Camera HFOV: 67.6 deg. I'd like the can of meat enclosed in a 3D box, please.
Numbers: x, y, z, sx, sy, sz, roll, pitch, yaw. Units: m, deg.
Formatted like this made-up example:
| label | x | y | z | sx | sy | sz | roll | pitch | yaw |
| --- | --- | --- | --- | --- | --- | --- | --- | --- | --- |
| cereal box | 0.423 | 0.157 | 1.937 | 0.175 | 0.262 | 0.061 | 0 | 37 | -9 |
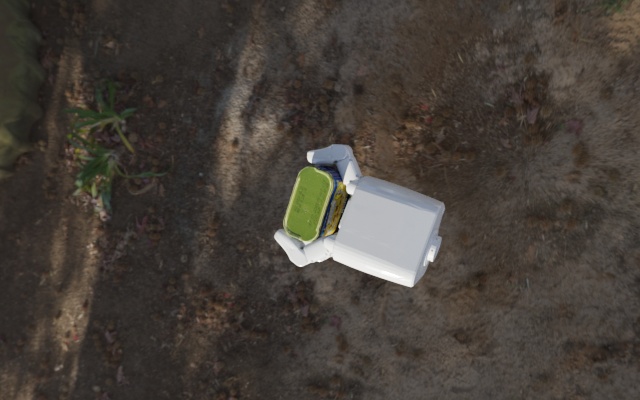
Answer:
| label | x | y | z | sx | sy | sz | roll | pitch | yaw |
| --- | --- | --- | --- | --- | --- | --- | --- | --- | --- |
| can of meat | 0.000 | 0.002 | 0.640 | 0.057 | 0.102 | 0.084 | 22 | 13 | 20 |
